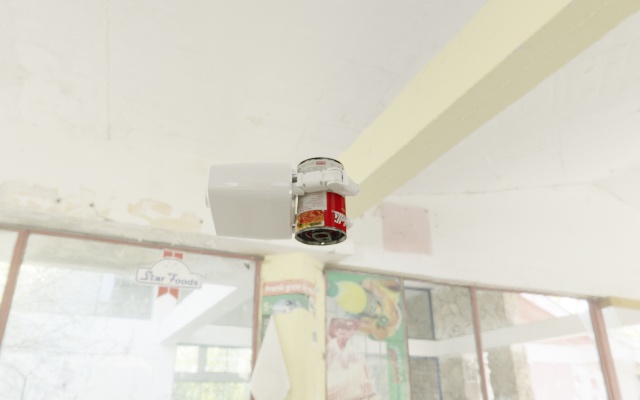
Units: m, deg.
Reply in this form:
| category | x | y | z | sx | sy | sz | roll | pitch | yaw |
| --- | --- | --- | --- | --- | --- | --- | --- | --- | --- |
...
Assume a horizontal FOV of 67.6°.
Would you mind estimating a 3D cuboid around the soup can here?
| category | x | y | z | sx | sy | sz | roll | pitch | yaw |
| --- | --- | --- | --- | --- | --- | --- | --- | --- | --- |
| soup can | 0.001 | 0.002 | 0.636 | 0.068 | 0.102 | 0.068 | 0 | -24 | 0 |
